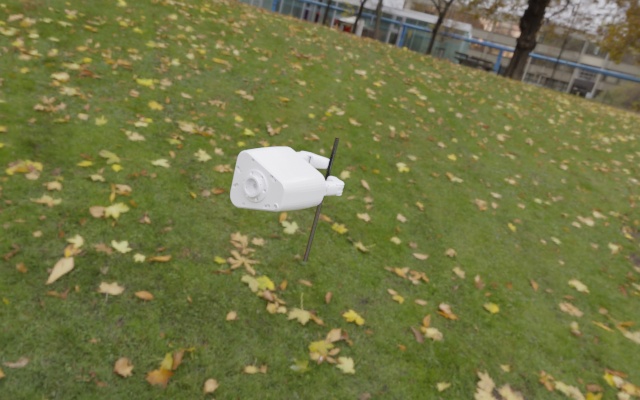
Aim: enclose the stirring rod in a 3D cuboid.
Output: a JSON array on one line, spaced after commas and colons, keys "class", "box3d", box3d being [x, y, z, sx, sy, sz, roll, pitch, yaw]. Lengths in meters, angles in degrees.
[{"class": "stirring rod", "box3d": [0.000, 0.003, 0.870, 0.011, 0.239, 0.011, 13, 17, -4]}]
